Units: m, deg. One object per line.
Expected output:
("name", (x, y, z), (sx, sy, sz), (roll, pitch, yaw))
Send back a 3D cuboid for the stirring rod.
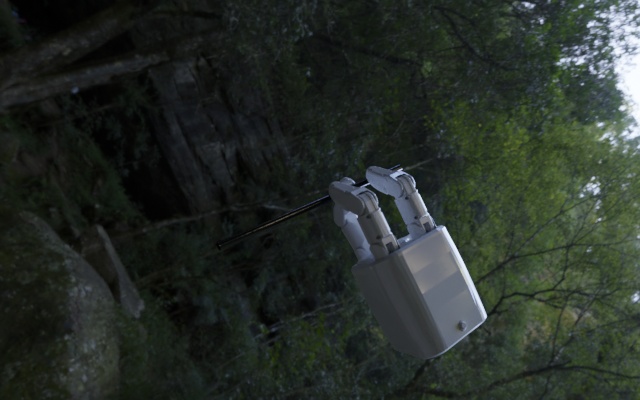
("stirring rod", (0.000, 0.002, 0.502), (0.239, 0.011, 0.011), (-23, 13, -32))
